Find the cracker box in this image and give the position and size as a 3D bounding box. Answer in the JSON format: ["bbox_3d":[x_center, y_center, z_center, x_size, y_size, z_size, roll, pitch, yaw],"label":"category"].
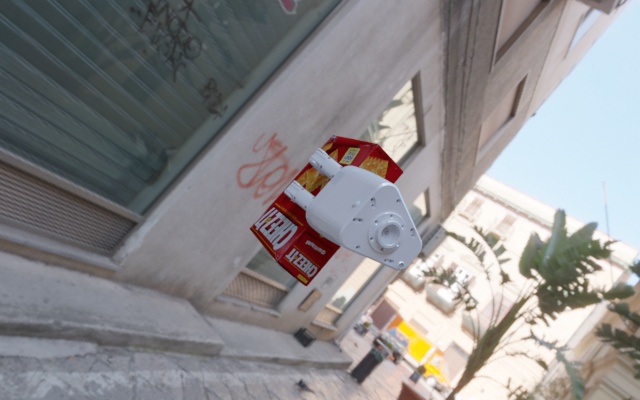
[{"bbox_3d":[0.000,0.002,0.725,0.072,0.213,0.164,44,-5,-24],"label":"cracker box"}]
